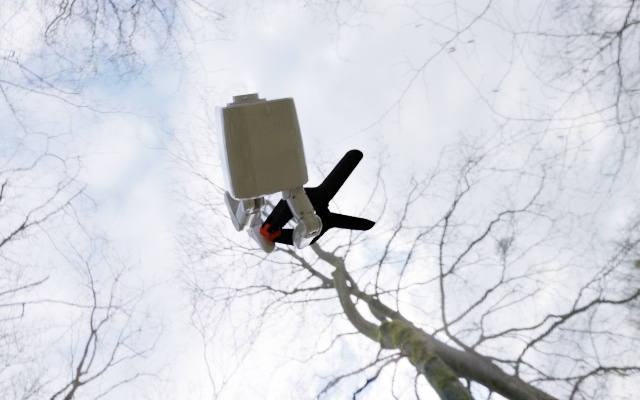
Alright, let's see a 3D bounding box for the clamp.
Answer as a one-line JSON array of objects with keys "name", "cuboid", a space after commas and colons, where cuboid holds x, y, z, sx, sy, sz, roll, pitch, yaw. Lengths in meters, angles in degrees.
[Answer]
[{"name": "clamp", "cuboid": [0.000, 0.002, 0.627, 0.171, 0.120, 0.039, -16, 16, -31]}]
